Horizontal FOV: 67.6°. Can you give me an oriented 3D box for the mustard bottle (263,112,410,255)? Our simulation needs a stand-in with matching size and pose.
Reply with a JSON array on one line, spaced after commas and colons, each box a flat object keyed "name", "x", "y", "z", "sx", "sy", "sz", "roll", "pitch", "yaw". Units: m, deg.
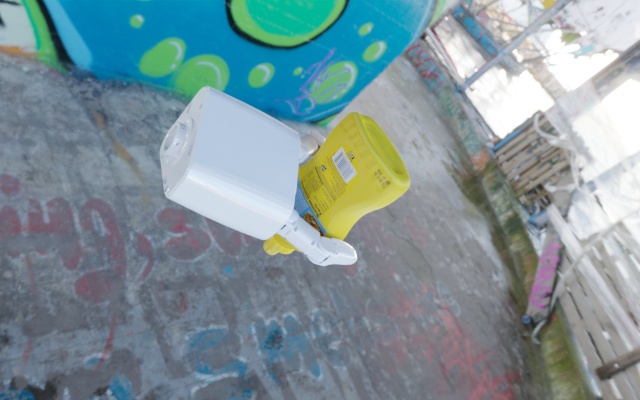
[{"name": "mustard bottle", "x": 0.000, "y": 0.002, "z": 0.514, "sx": 0.192, "sy": 0.096, "sz": 0.058, "roll": -42, "pitch": -27, "yaw": 30}]
